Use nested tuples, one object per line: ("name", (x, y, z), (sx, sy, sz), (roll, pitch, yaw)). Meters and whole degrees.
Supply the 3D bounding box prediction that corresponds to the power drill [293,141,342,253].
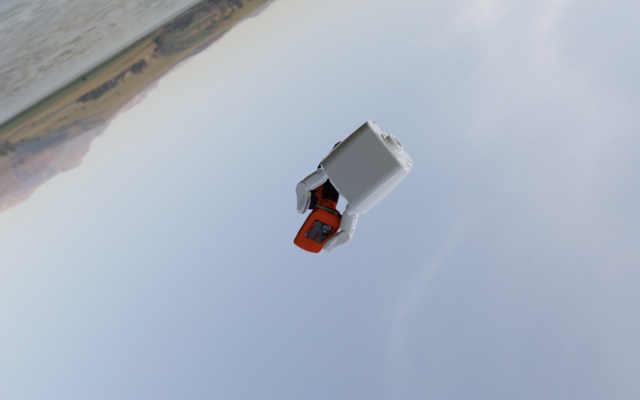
("power drill", (0.000, 0.003, 0.886), (0.057, 0.187, 0.184), (22, -46, -11))
